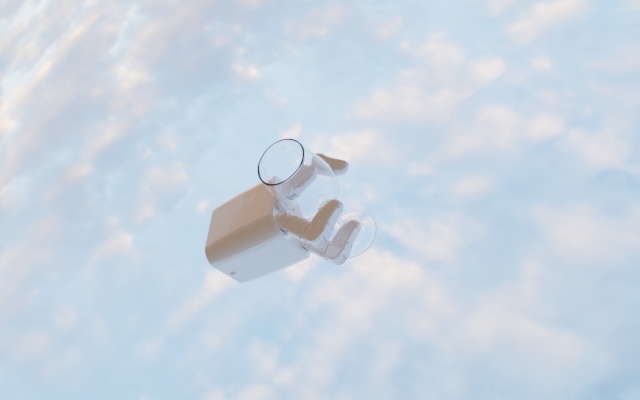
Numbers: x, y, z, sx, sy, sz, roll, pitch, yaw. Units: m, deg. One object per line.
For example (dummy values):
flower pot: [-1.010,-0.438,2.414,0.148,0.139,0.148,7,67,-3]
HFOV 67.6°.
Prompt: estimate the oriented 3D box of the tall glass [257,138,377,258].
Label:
tall glass: [0.001,0.002,0.610,0.079,0.079,0.201,0,-28,31]
